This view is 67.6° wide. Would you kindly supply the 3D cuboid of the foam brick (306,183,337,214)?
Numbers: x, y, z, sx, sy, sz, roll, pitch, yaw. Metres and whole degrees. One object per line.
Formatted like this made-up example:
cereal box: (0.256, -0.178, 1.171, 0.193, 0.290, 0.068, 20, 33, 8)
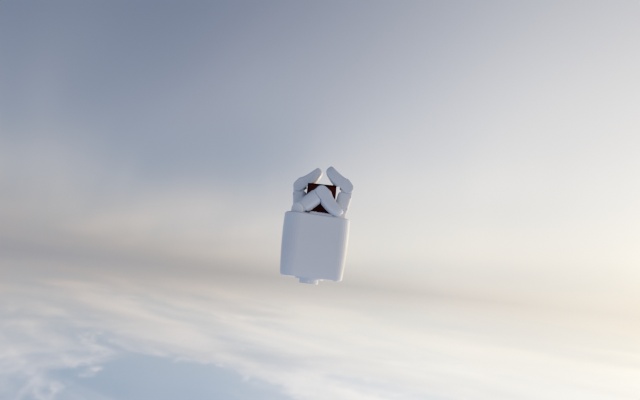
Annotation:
foam brick: (0.000, 0.003, 0.856, 0.053, 0.051, 0.078, 6, -10, 2)
